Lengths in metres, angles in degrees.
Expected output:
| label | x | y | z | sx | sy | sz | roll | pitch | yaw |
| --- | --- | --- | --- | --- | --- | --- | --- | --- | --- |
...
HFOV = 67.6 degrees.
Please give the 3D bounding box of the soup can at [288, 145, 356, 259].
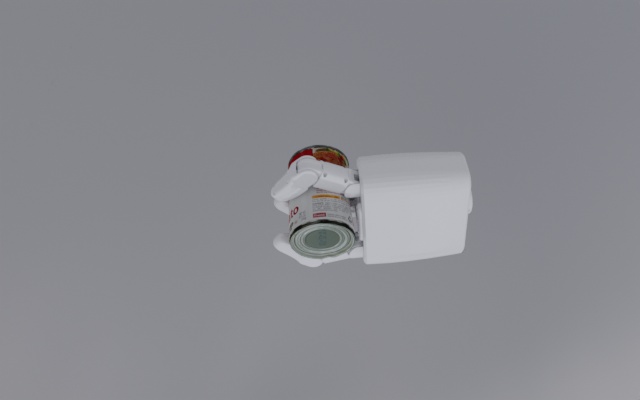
| label | x | y | z | sx | sy | sz | roll | pitch | yaw |
| --- | --- | --- | --- | --- | --- | --- | --- | --- | --- |
| soup can | 0.000 | 0.002 | 0.500 | 0.068 | 0.102 | 0.069 | -2 | -38 | -2 |
